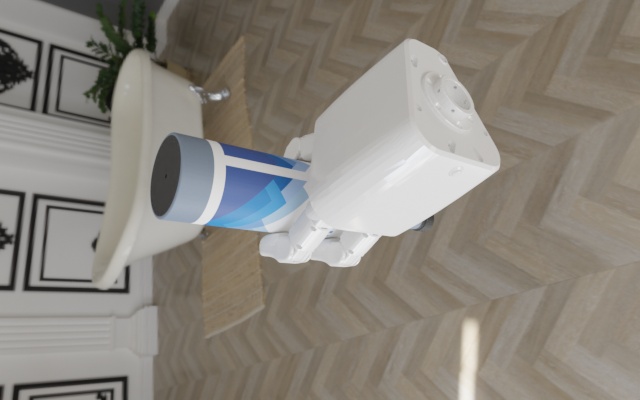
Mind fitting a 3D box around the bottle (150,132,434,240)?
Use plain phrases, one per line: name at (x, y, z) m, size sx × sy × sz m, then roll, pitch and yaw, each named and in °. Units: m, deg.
bottle at (0.000, 0.001, 0.444) m, size 0.296 × 0.069 × 0.069 m, roll 10°, pitch -6°, yaw -37°
